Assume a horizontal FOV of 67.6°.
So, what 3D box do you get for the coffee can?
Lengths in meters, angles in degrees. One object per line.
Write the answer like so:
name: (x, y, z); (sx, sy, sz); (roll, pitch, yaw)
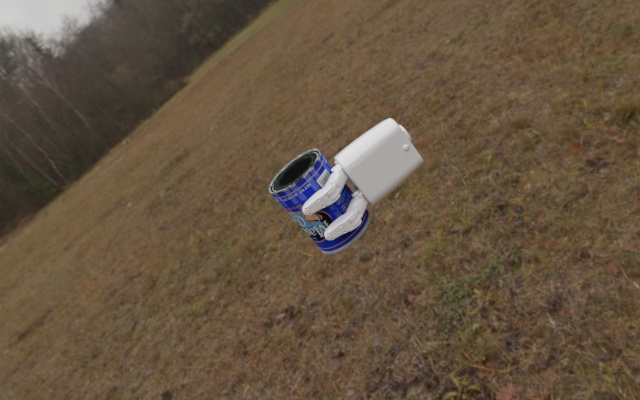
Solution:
coffee can: (0.000, 0.003, 0.770); (0.103, 0.140, 0.102); (-33, 23, 16)
